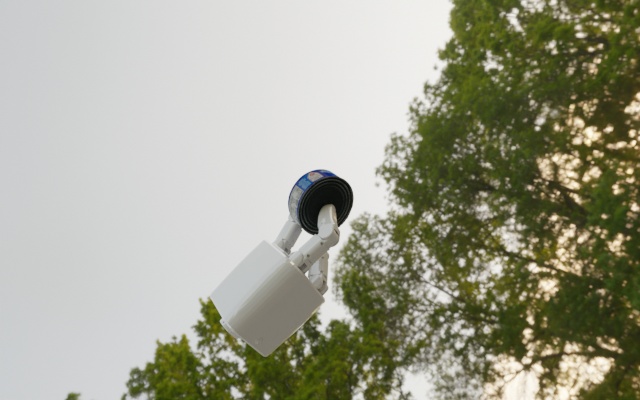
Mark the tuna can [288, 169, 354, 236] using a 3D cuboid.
[{"bbox_3d":[0.000,0.002,0.639,0.086,0.086,0.033,0,23,-34],"label":"tuna can"}]
